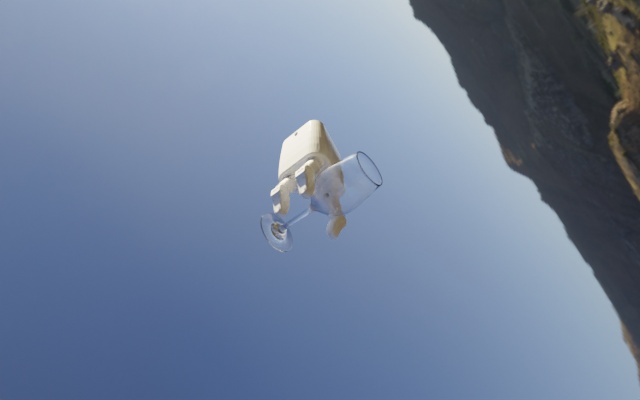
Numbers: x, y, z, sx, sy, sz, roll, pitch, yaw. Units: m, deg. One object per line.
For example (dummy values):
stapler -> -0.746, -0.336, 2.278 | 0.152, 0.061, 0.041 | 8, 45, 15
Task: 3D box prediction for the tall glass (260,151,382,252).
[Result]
tall glass -> 0.000, 0.003, 0.757 | 0.201, 0.079, 0.079 | -34, -17, 26
